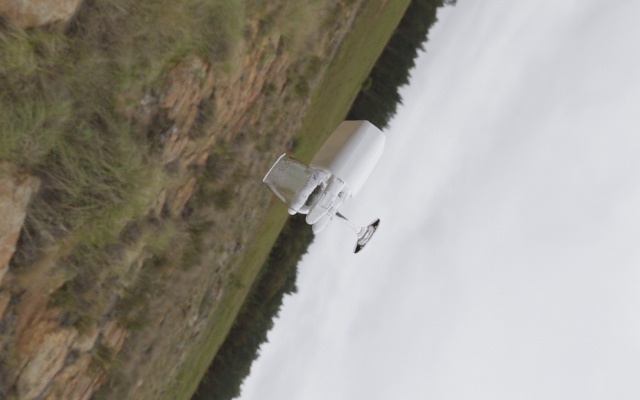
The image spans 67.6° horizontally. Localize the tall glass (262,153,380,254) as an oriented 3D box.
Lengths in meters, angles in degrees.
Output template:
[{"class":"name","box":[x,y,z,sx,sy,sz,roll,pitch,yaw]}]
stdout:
[{"class":"tall glass","box":[0.001,0.003,0.808,0.201,0.079,0.079,36,-5,-7]}]
